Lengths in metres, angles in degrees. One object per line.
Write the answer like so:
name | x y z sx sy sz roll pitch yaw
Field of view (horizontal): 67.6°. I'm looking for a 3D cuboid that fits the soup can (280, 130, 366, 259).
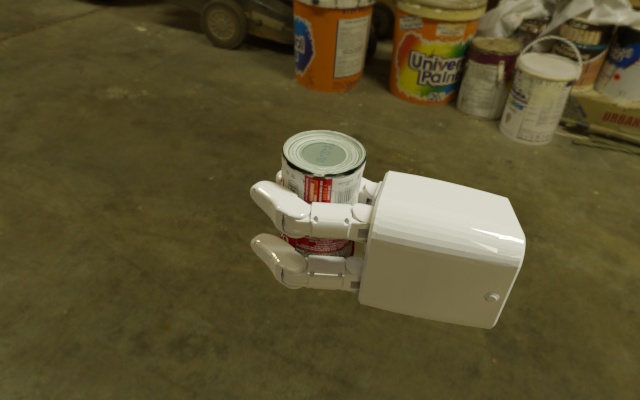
soup can | 0.000 0.001 0.401 0.068 0.102 0.068 3 37 -2
